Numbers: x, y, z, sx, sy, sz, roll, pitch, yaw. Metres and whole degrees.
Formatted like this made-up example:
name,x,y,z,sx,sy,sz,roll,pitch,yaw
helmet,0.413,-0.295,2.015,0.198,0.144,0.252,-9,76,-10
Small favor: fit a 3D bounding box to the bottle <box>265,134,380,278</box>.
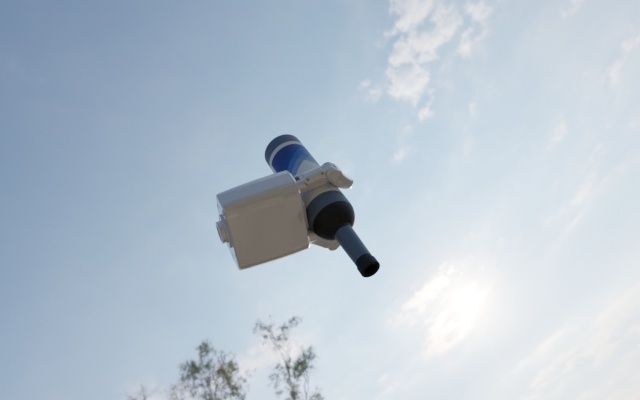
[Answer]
name,x,y,z,sx,sy,sz,roll,pitch,yaw
bottle,0.000,0.002,0.698,0.069,0.069,0.295,0,35,-32
